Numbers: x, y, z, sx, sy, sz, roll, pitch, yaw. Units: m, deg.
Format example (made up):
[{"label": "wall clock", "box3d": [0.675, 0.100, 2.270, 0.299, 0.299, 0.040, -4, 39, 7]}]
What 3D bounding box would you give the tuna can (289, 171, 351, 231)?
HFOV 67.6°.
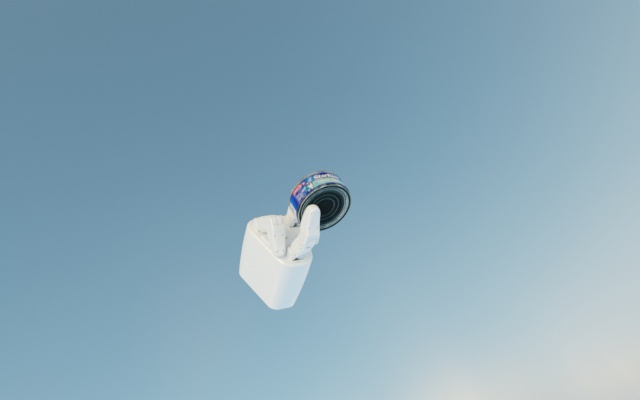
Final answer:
[{"label": "tuna can", "box3d": [0.000, 0.003, 0.683, 0.086, 0.086, 0.033, 0, 36, -30]}]
